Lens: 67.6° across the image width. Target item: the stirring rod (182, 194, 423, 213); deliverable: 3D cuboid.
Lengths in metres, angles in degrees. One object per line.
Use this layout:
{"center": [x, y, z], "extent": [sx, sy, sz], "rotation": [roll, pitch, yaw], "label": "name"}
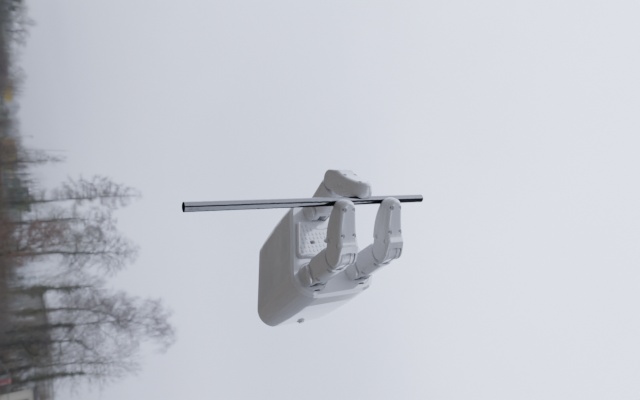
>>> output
{"center": [0.000, 0.001, 0.416], "extent": [0.239, 0.011, 0.011], "rotation": [-2, 1, -33], "label": "stirring rod"}
